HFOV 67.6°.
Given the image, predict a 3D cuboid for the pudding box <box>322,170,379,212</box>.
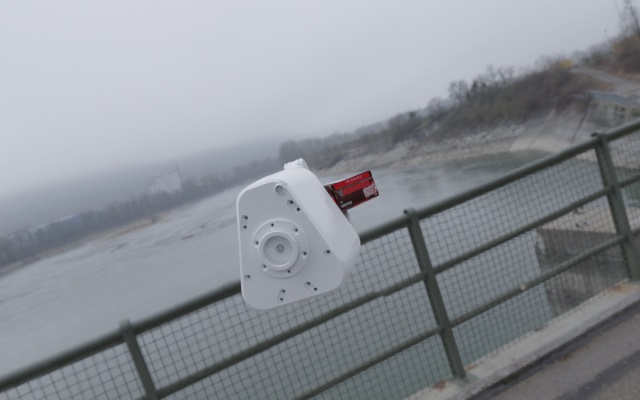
[{"bbox_3d":[0.000,0.002,0.573,0.113,0.039,0.090,-16,3,38],"label":"pudding box"}]
